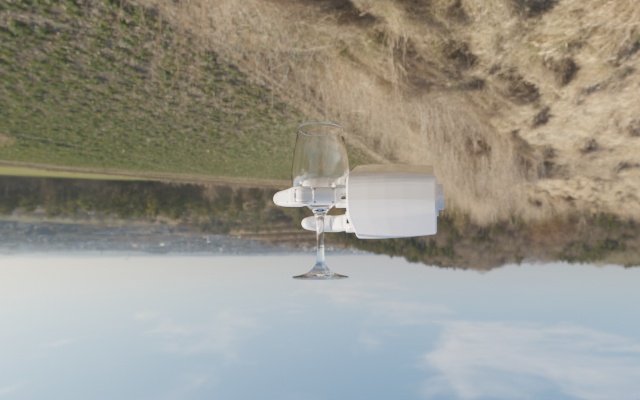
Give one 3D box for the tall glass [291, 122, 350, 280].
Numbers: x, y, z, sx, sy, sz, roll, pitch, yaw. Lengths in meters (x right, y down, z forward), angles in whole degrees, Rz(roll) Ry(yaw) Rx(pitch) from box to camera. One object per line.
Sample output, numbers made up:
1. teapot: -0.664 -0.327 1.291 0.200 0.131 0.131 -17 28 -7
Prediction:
1. tall glass: 0.000 0.003 0.632 0.079 0.201 0.079 0 -6 0
